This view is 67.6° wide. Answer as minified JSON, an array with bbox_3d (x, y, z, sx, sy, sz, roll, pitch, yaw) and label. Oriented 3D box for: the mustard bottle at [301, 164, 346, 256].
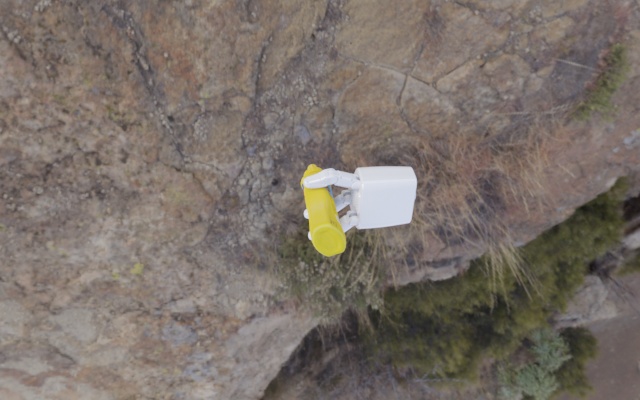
[{"bbox_3d":[0.000,0.003,0.892,0.058,0.191,0.096,-20,-42,8],"label":"mustard bottle"}]
